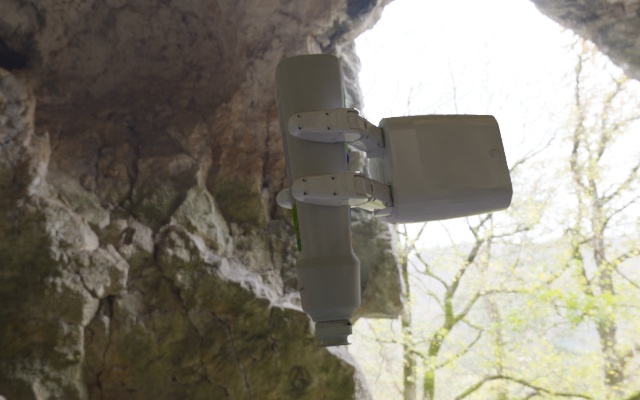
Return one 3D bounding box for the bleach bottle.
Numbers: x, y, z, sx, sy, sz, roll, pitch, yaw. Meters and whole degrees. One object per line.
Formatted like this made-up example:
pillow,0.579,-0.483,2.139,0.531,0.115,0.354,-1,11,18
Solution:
bleach bottle,0.000,0.001,0.432,0.068,0.250,0.102,-5,-16,-2
